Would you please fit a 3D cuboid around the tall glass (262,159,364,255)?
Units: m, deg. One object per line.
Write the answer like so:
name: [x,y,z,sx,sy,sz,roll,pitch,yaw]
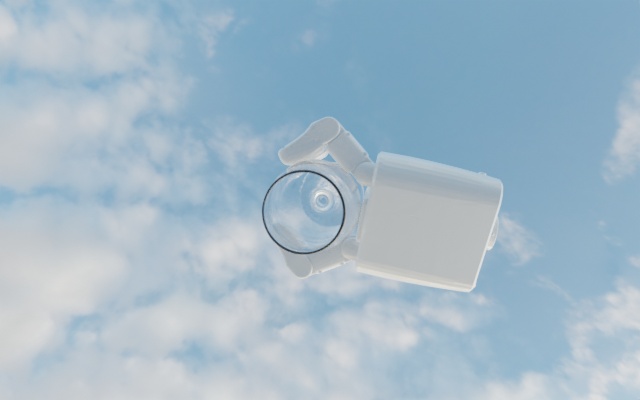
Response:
tall glass: [0.000,0.001,0.441,0.079,0.079,0.201,0,4,8]
